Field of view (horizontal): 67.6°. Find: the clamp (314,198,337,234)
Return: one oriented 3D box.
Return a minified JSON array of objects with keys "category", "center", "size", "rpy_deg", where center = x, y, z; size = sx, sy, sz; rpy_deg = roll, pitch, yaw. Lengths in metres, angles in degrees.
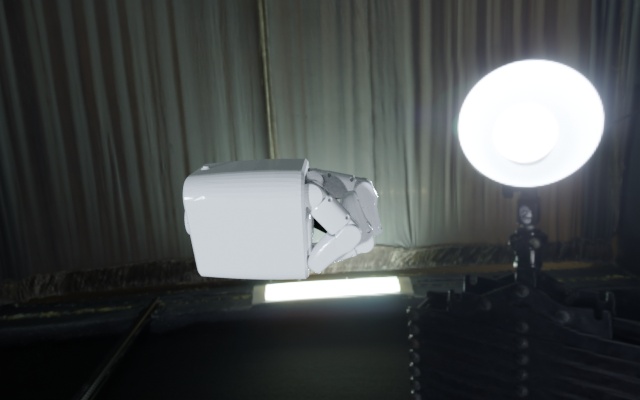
[{"category":"clamp","center":[0.000,0.002,0.551],"size":[0.120,0.039,0.171],"rpy_deg":[1,12,1]}]
